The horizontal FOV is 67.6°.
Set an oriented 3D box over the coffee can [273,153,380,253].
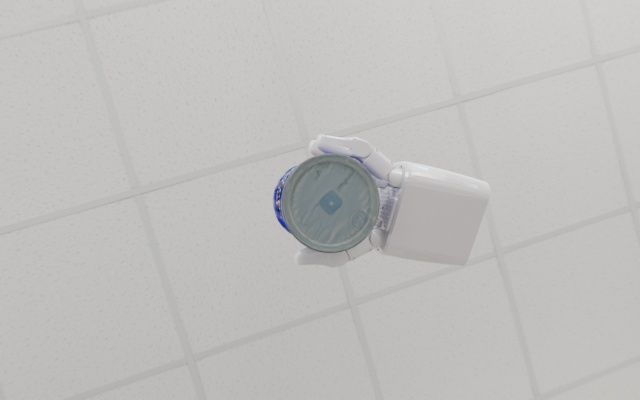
[{"bbox_3d":[0.000,0.002,0.555,0.103,0.103,0.140,0,1,-9],"label":"coffee can"}]
